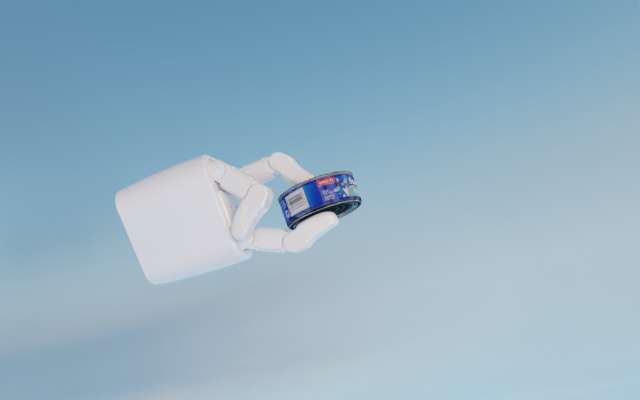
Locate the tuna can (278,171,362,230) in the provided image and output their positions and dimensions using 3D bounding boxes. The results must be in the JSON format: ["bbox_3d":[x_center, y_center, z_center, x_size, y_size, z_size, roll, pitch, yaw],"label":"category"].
[{"bbox_3d":[0.000,0.002,0.511,0.086,0.033,0.086,-19,-14,-5],"label":"tuna can"}]
